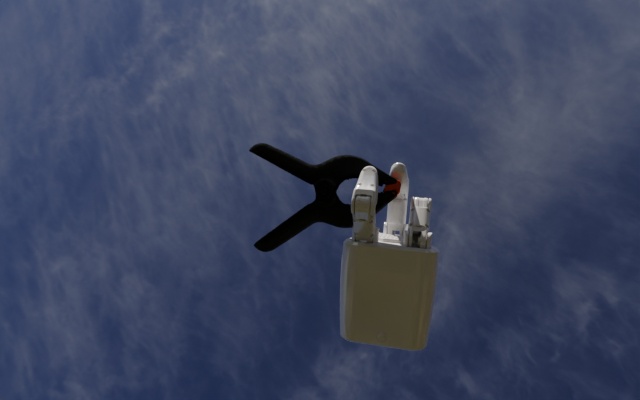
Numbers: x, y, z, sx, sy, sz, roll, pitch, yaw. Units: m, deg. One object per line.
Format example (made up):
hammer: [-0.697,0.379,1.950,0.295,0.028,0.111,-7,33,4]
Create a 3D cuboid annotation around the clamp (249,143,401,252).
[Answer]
clamp: [0.000,0.002,0.523,0.171,0.120,0.039,5,4,12]
